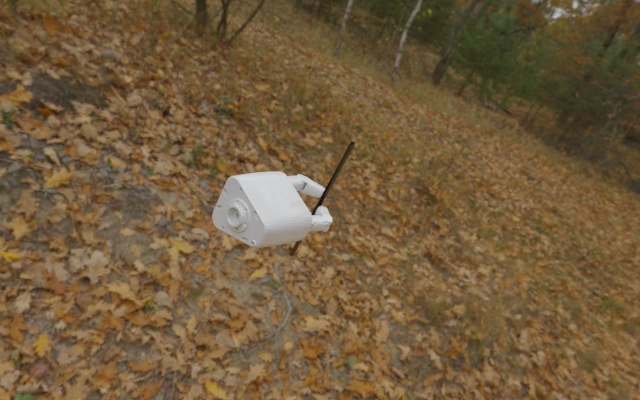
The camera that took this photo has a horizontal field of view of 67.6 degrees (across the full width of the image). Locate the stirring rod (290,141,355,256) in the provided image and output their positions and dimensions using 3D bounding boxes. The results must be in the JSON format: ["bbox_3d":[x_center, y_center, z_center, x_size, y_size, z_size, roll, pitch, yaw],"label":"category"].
[{"bbox_3d":[0.000,0.003,0.825,0.011,0.240,0.011,24,24,-11],"label":"stirring rod"}]
